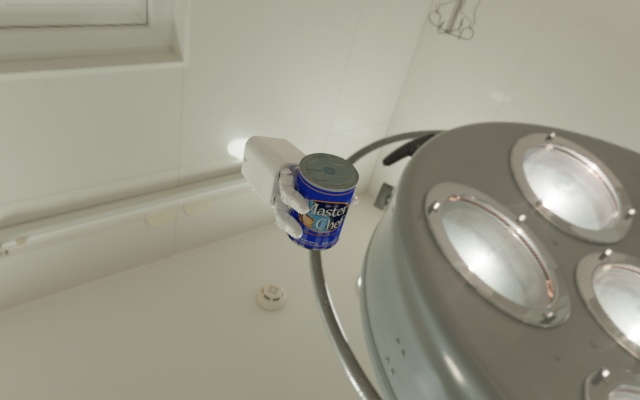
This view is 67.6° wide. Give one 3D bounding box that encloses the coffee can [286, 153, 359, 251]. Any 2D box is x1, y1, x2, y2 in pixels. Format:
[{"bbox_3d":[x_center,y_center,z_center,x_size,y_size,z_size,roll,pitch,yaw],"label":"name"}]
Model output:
[{"bbox_3d":[0.000,0.003,0.836,0.103,0.140,0.102,10,37,-8],"label":"coffee can"}]
